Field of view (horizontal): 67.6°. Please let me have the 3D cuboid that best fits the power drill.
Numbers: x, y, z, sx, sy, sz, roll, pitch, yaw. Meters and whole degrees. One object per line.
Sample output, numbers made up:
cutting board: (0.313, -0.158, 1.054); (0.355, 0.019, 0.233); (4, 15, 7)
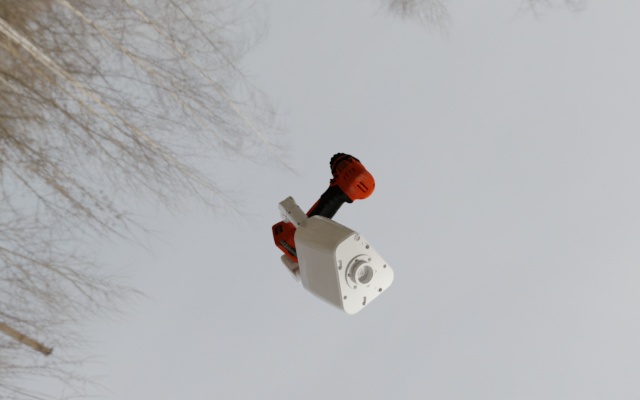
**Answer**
power drill: (0.000, 0.003, 0.787); (0.057, 0.187, 0.184); (40, 6, -16)
